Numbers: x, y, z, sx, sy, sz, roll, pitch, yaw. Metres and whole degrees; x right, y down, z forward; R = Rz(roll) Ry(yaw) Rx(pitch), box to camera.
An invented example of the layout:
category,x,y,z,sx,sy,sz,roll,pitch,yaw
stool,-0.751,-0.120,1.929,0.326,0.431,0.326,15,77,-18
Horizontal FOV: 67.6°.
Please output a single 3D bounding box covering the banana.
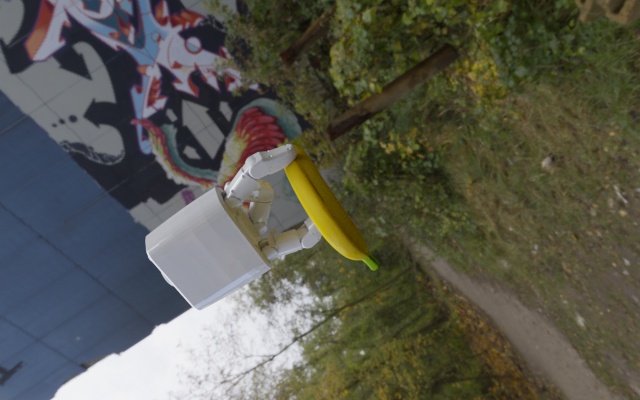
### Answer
category,x,y,z,sx,sy,sz,roll,pitch,yaw
banana,-0.003,-0.003,0.546,0.037,0.197,0.070,-33,-27,1
